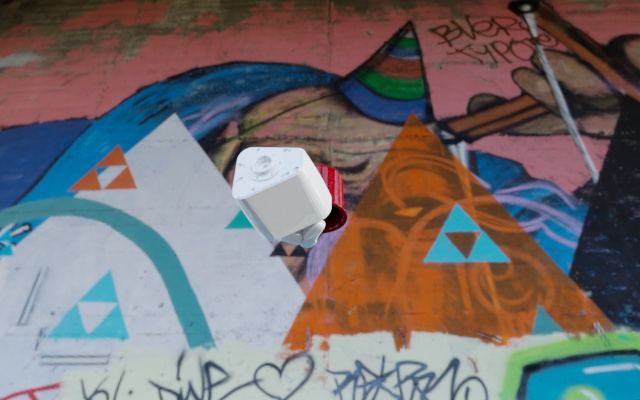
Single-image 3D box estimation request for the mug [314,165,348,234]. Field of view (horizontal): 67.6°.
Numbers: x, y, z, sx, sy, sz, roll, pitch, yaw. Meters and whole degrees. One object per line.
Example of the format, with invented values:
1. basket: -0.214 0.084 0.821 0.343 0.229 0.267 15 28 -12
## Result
1. mug: 0.001 0.003 0.790 0.093 0.081 0.117 -9 -37 13
